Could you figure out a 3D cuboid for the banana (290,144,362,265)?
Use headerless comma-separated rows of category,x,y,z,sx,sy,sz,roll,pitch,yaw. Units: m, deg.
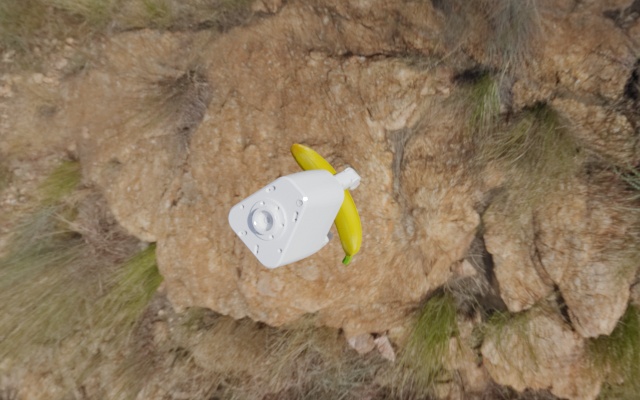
banana,0.015,0.000,0.693,0.070,0.198,0.037,-23,0,40
